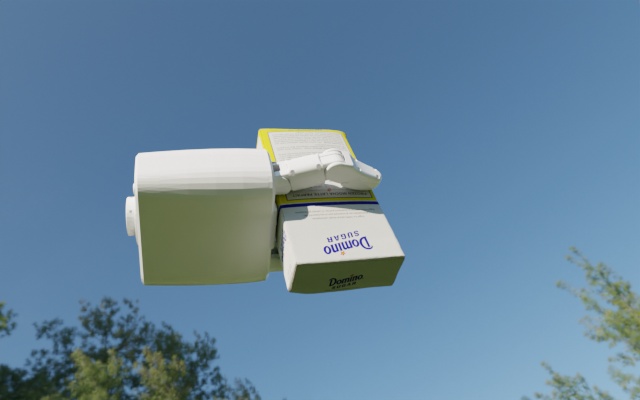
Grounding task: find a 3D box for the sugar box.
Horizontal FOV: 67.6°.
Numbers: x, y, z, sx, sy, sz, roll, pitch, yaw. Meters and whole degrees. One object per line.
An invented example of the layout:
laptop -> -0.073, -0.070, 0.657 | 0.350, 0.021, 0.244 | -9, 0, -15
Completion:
sugar box -> 0.000, 0.002, 0.435 | 0.093, 0.048, 0.176 | -1, 45, -17
